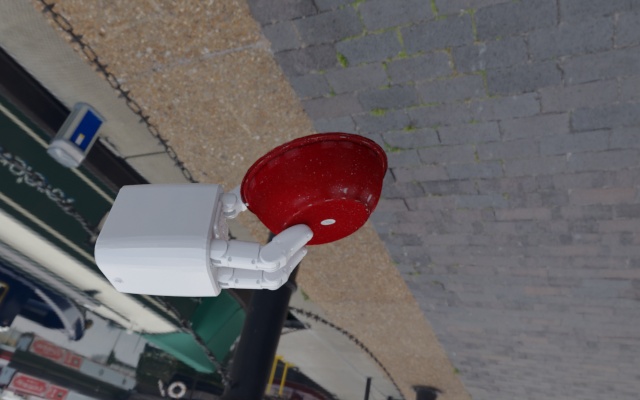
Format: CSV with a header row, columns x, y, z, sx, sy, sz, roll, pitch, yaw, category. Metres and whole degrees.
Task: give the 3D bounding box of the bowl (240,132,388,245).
x,y,z,sx,sy,sz,roll,pitch,yaw,category
0.001,0.002,0.499,0.162,0.055,0.162,-11,-31,-7,bowl
